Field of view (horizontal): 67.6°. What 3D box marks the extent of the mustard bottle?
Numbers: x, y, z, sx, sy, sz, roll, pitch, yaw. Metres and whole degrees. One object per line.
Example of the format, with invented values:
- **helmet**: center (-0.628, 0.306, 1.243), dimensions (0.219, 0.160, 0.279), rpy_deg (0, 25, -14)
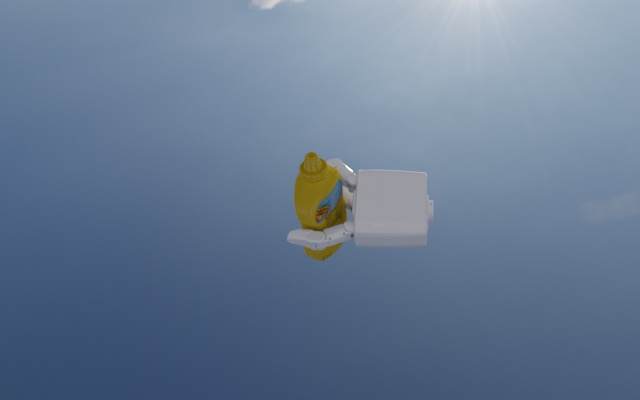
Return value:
- **mustard bottle**: center (0.000, 0.003, 0.734), dimensions (0.058, 0.192, 0.096), rpy_deg (21, 54, 26)
